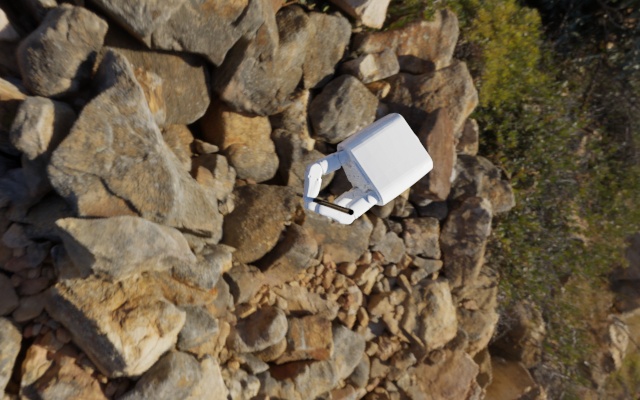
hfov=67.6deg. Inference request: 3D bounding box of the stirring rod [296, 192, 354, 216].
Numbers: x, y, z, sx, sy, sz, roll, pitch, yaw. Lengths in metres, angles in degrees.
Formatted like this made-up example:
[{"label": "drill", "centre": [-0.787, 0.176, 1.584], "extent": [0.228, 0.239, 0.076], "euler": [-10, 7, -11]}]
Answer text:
[{"label": "stirring rod", "centre": [0.000, 0.002, 0.699], "extent": [0.011, 0.011, 0.239], "euler": [0, 6, -18]}]
